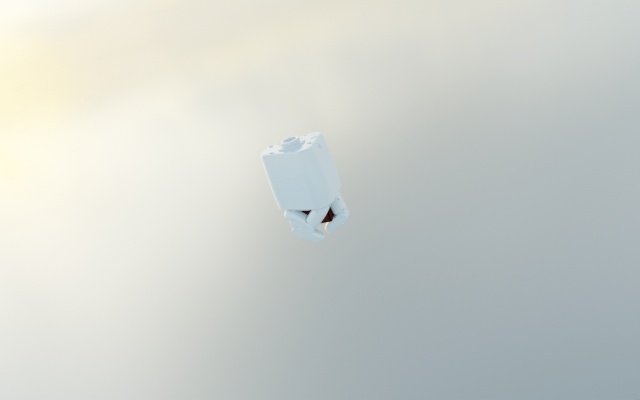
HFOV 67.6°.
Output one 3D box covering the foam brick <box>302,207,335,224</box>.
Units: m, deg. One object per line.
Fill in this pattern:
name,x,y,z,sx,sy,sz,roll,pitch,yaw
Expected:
foam brick,0.000,0.003,0.890,0.053,0.051,0.078,-10,25,22
